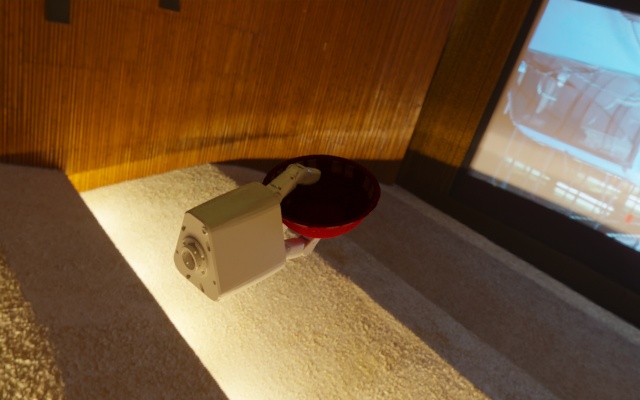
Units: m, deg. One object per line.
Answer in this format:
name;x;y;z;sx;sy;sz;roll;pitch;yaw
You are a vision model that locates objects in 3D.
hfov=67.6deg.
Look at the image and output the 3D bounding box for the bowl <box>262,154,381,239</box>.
bowl;0.001;0.002;0.664;0.162;0.055;0.162;1;39;-1
